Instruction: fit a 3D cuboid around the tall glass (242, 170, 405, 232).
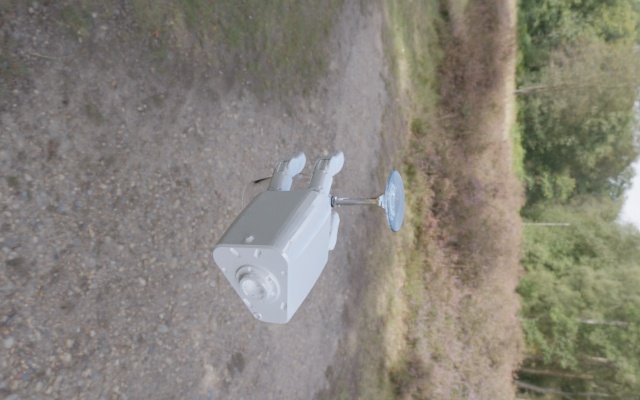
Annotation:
[{"bbox_3d":[0.001,0.002,0.612,0.201,0.079,0.079,-1,0,25],"label":"tall glass"}]
